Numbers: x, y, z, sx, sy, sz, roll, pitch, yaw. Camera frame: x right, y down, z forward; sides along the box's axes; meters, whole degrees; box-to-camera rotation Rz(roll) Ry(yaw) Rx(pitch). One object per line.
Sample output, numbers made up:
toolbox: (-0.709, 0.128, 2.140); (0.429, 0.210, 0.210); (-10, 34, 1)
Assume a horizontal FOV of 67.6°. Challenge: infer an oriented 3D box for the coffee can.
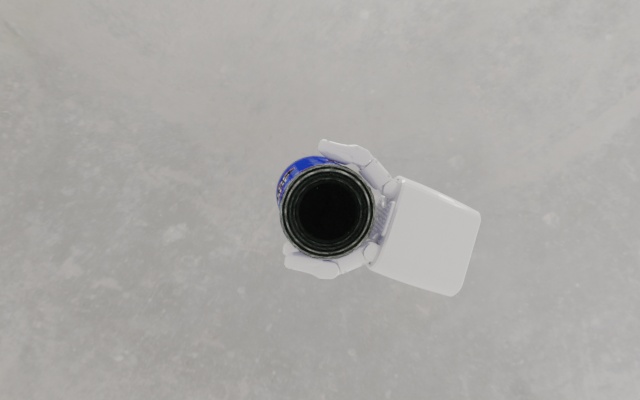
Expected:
coffee can: (0.000, 0.002, 0.565); (0.103, 0.103, 0.140); (0, 9, -7)
